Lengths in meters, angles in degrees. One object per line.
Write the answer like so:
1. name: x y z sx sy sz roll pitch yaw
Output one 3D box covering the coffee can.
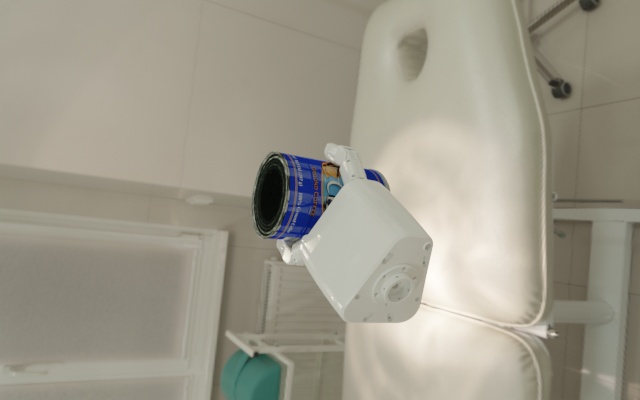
1. coffee can: 0.000 0.002 0.583 0.140 0.103 0.103 8 -4 -29
